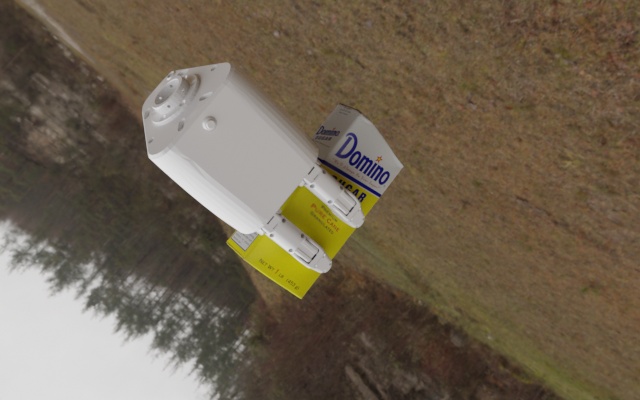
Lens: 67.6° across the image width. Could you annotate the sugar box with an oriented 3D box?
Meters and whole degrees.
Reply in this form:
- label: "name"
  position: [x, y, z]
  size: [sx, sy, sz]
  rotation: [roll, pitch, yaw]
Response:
- label: "sugar box"
  position: [0.000, 0.002, 0.474]
  size: [0.093, 0.176, 0.048]
  rotation: [43, -6, -41]
